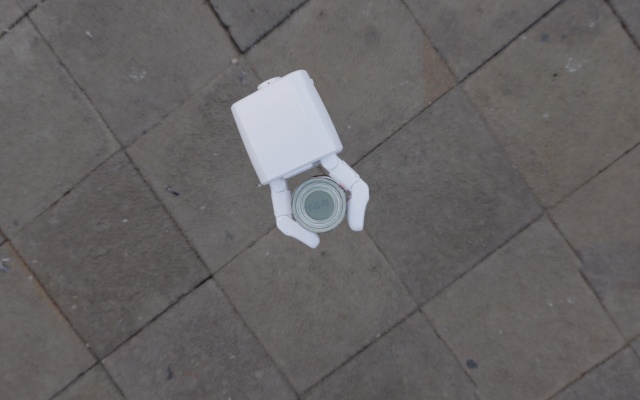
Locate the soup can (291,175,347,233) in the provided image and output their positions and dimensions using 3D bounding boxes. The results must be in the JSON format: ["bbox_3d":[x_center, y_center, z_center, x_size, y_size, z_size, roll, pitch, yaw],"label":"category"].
[{"bbox_3d":[0.000,0.003,0.606,0.068,0.068,0.102,0,4,2],"label":"soup can"}]
